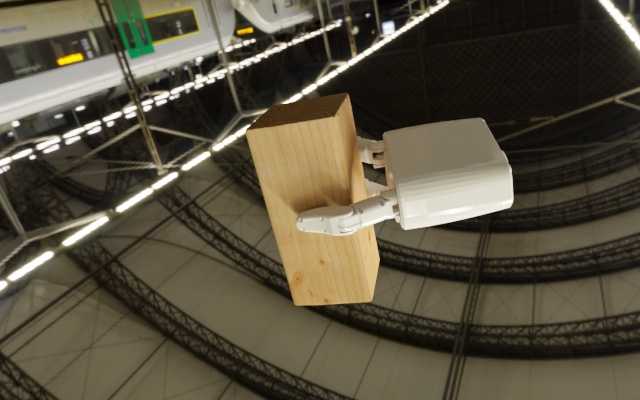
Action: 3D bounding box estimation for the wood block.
[{"bbox_3d":[0.000,0.002,0.515,0.090,0.206,0.090,-6,24,16],"label":"wood block"}]
